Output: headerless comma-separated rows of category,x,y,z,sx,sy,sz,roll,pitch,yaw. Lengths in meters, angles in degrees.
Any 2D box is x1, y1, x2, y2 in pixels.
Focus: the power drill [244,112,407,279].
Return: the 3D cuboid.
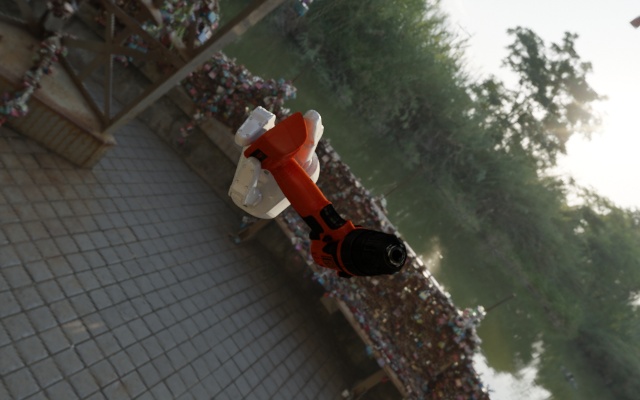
power drill,0.000,0.001,0.515,0.057,0.188,0.184,-36,9,-21
